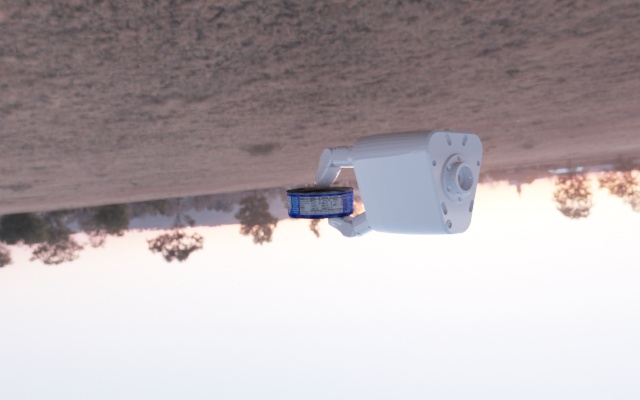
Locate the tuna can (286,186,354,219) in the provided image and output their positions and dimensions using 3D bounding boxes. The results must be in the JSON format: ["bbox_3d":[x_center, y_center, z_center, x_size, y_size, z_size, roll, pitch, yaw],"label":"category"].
[{"bbox_3d":[0.000,0.003,0.608,0.086,0.034,0.086,-2,6,0],"label":"tuna can"}]
